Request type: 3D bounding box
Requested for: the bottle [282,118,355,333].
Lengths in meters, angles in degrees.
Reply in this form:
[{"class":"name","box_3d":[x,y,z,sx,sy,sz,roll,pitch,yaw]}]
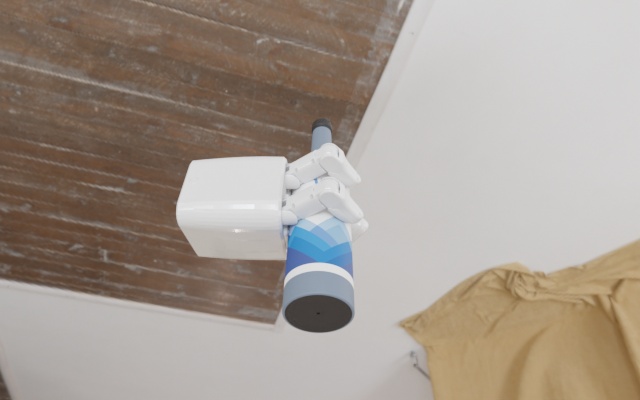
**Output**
[{"class":"bottle","box_3d":[0.000,0.002,0.540,0.069,0.069,0.295,0,44,1]}]
